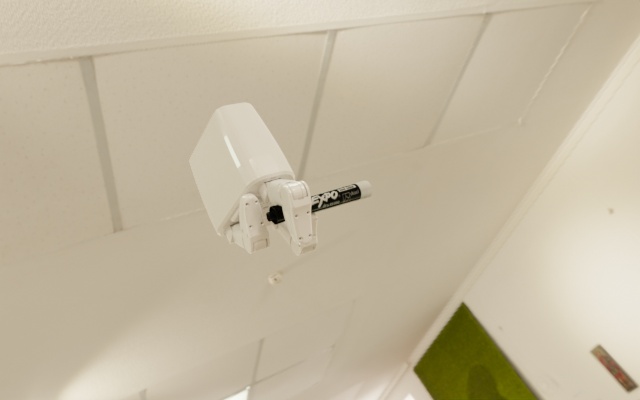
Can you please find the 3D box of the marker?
[{"bbox_3d":[0.000,0.002,0.489,0.121,0.020,0.020,-16,8,-29],"label":"marker"}]
